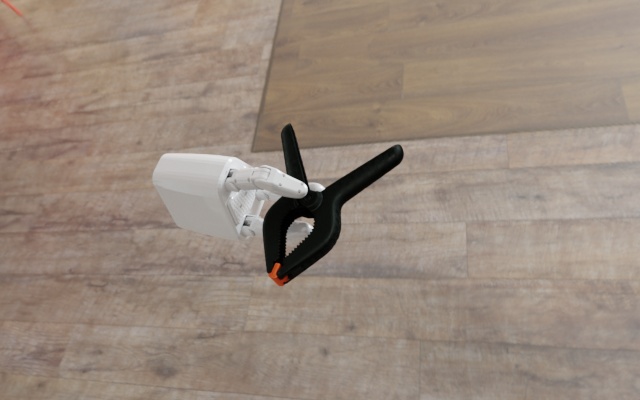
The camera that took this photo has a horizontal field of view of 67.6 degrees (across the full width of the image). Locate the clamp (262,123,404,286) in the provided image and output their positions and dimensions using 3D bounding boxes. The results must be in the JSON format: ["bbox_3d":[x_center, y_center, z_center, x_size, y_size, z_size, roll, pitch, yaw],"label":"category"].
[{"bbox_3d":[-0.001,0.002,0.558,0.164,0.210,0.036,8,-26,22],"label":"clamp"}]
